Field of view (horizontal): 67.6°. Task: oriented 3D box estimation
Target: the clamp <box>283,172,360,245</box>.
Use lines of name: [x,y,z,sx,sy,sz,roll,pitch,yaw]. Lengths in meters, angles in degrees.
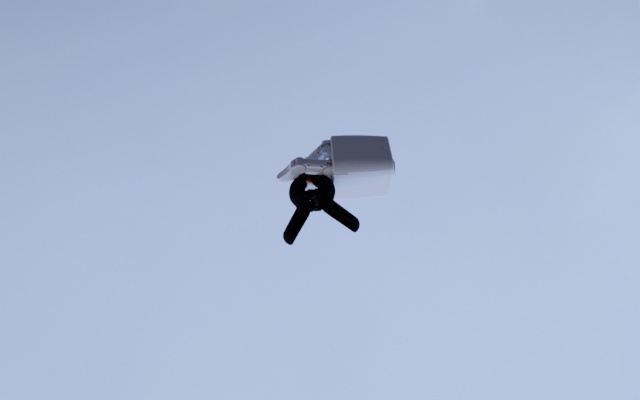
clamp: [0.000,0.003,0.793,0.120,0.171,0.039,-1,-45,-1]
